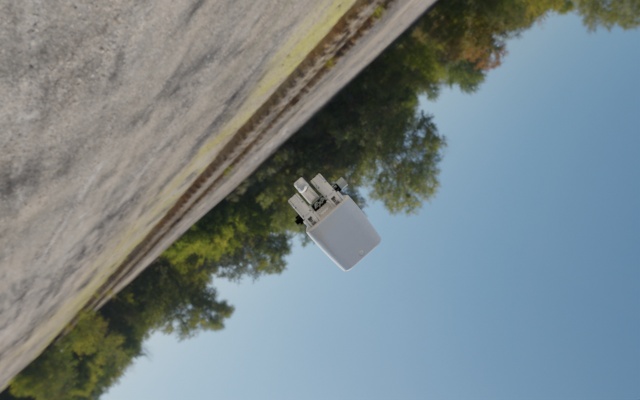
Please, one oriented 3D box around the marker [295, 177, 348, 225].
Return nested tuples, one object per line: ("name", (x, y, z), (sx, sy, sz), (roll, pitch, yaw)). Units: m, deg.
("marker", (0.000, 0.003, 0.894), (0.121, 0.020, 0.020), (-41, 0, 0))
